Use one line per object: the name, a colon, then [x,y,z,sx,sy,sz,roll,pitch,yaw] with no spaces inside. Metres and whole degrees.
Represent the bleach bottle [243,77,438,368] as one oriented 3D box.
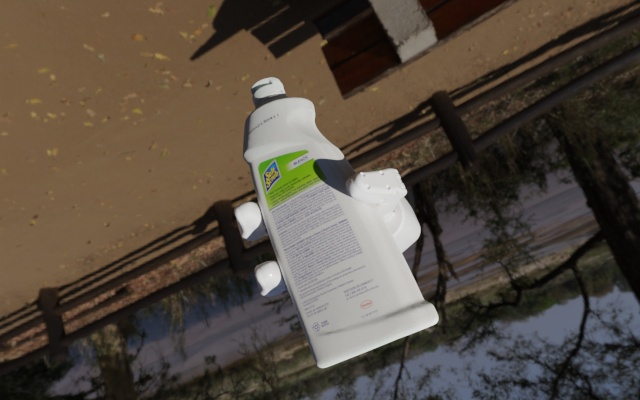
bleach bottle: [0.000,0.001,0.404,0.102,0.250,0.068,-27,-19,15]
